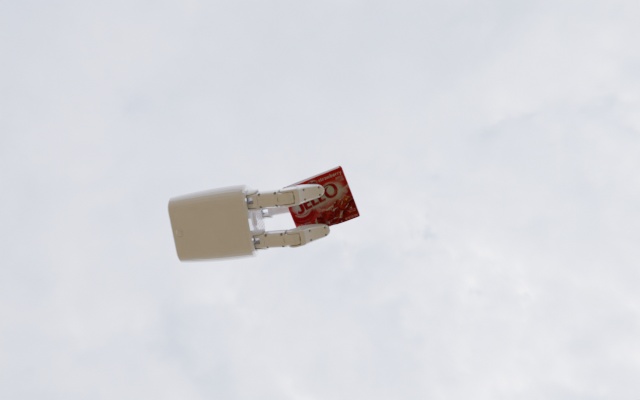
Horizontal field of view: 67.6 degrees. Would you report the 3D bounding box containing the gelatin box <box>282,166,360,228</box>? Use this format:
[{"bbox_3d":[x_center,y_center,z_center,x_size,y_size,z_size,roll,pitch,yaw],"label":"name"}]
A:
[{"bbox_3d":[0.000,0.002,0.653,0.089,0.073,0.030,-21,9,3],"label":"gelatin box"}]
